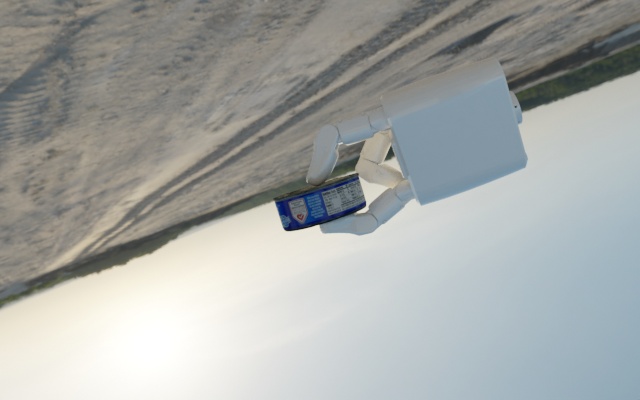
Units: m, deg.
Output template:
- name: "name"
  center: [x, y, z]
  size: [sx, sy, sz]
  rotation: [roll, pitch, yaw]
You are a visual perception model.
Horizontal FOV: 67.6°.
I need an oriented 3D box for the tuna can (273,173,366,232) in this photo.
- name: "tuna can"
  center: [0.000, 0.002, 0.459]
  size: [0.086, 0.034, 0.086]
  rotation: [-17, 4, 1]
